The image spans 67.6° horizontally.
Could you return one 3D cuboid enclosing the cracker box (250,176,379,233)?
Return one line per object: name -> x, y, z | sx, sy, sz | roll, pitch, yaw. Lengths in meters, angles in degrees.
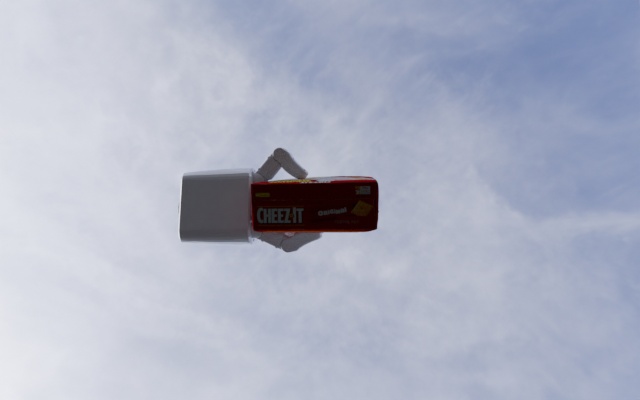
cracker box -> 0.000, 0.002, 0.707 | 0.164, 0.072, 0.213 | -1, 4, 5
